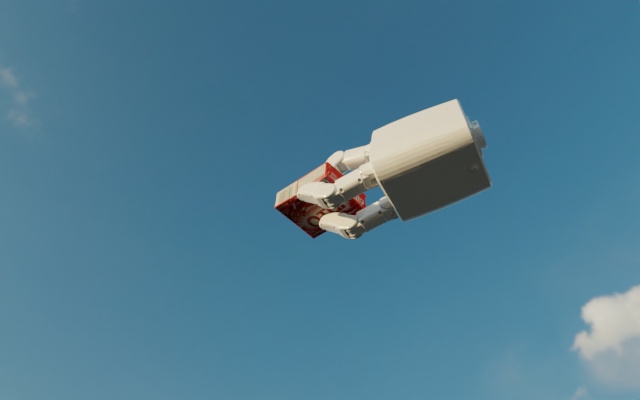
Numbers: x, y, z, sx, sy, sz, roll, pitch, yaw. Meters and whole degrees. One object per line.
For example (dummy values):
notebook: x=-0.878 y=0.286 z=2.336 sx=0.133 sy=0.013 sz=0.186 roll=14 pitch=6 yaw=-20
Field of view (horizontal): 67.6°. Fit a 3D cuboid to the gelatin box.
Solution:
gelatin box: x=0.000 y=0.002 z=0.588 sx=0.089 sy=0.030 sz=0.073 roll=-30 pitch=-55 yaw=30
